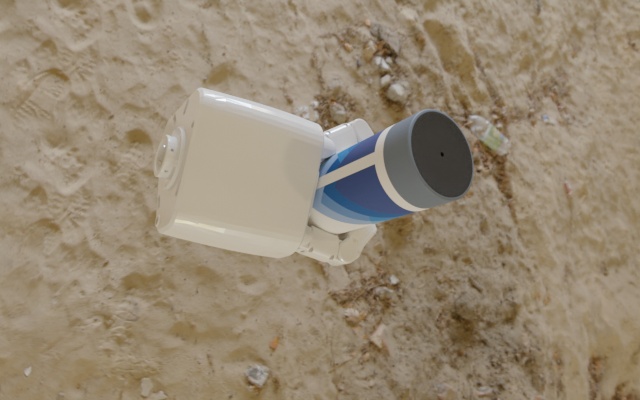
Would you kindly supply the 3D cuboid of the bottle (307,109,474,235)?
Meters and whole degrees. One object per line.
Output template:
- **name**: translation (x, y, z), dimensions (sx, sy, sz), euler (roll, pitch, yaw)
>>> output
- **bottle**: translation (0.000, 0.001, 0.443), dimensions (0.069, 0.069, 0.296), euler (0, -13, -36)
